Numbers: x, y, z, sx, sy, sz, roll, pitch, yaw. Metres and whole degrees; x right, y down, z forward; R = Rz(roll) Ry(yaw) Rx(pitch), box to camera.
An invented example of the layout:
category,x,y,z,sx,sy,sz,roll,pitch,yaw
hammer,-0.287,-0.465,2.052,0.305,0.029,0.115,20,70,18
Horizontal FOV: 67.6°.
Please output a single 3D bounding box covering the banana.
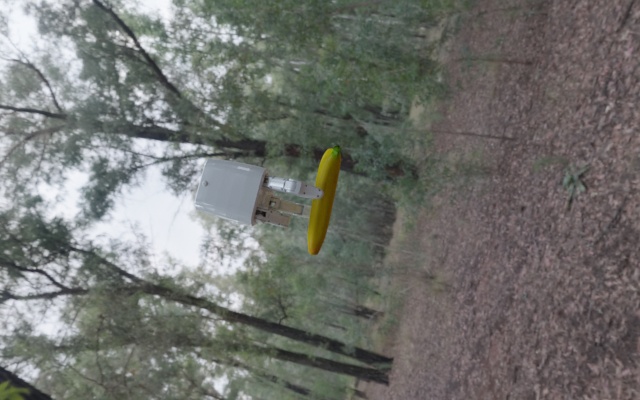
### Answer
category,x,y,z,sx,sy,sz,roll,pitch,yaw
banana,0.004,-0.006,0.816,0.037,0.198,0.069,13,20,7
